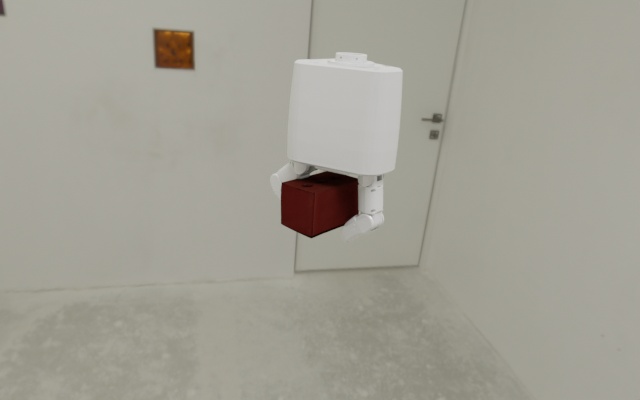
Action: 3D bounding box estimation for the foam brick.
[{"bbox_3d":[0.000,0.002,0.536,0.053,0.051,0.078,20,26,40],"label":"foam brick"}]
